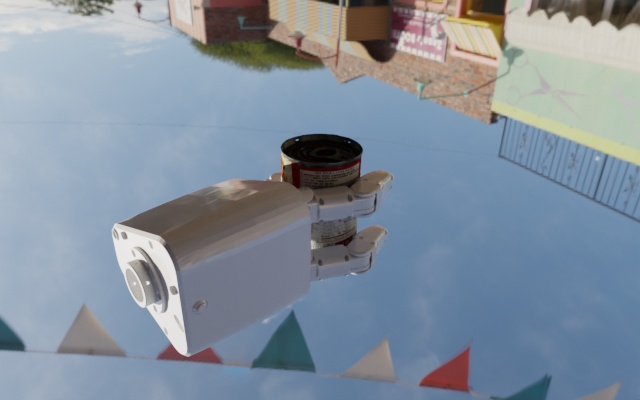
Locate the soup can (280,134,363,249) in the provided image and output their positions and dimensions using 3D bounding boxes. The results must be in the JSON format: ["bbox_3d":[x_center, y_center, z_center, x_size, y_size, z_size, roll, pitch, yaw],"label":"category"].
[{"bbox_3d":[0.000,0.001,0.415,0.068,0.102,0.068,1,27,0],"label":"soup can"}]
